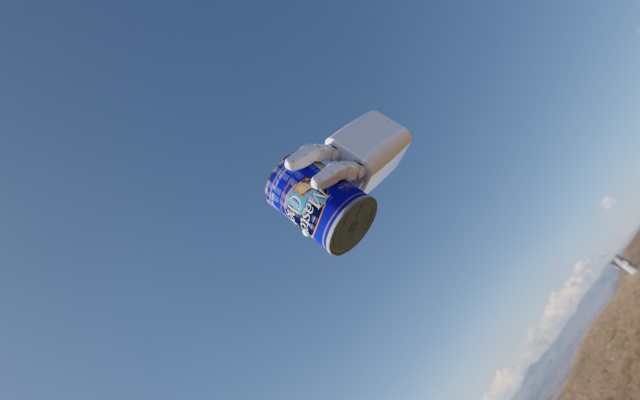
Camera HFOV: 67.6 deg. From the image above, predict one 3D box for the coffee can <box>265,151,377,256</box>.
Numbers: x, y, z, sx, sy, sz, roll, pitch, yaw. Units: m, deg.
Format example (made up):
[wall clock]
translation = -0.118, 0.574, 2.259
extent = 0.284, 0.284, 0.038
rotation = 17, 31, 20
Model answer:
[coffee can]
translation = 0.000, 0.003, 0.724
extent = 0.140, 0.103, 0.103
rotation = 37, 20, 29
